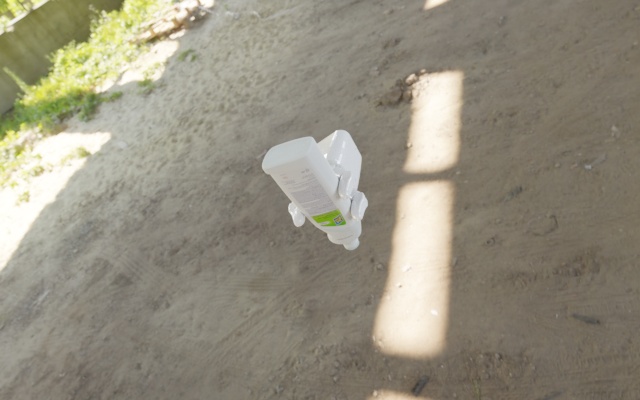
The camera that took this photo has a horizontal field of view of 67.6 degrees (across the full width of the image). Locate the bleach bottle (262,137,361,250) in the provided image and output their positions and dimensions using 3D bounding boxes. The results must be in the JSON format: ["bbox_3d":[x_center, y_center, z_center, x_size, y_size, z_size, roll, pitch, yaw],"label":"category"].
[{"bbox_3d":[0.000,0.003,0.879,0.102,0.068,0.251,-13,-51,26],"label":"bleach bottle"}]
